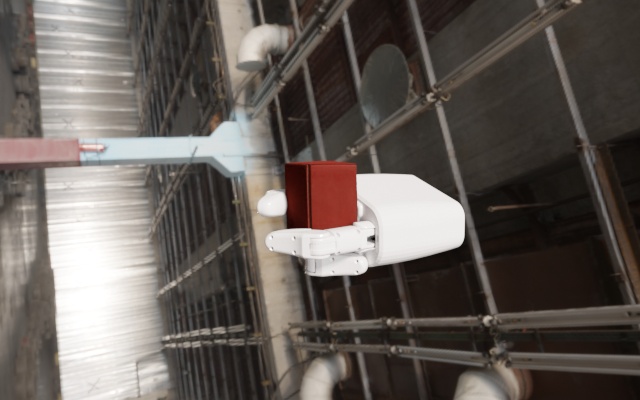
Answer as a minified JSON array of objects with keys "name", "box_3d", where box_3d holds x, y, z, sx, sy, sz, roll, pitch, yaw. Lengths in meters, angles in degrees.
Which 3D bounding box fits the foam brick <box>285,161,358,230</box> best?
[{"name":"foam brick","box_3d":[0.000,0.001,0.453,0.051,0.078,0.053,-6,10,-27]}]
